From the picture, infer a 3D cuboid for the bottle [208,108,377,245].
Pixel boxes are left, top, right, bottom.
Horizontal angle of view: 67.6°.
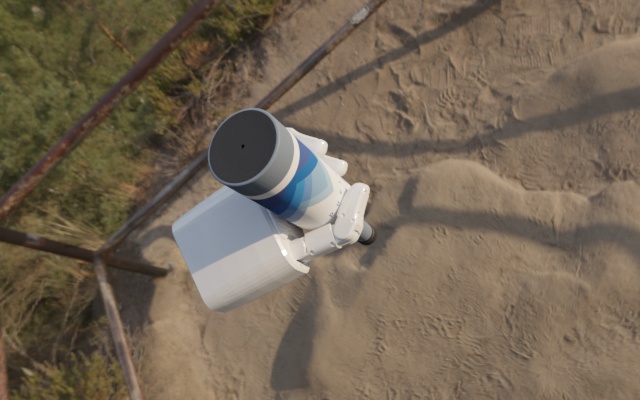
[{"bbox_3d":[0.000,0.002,0.497,0.069,0.069,0.296,0,-17,26],"label":"bottle"}]
